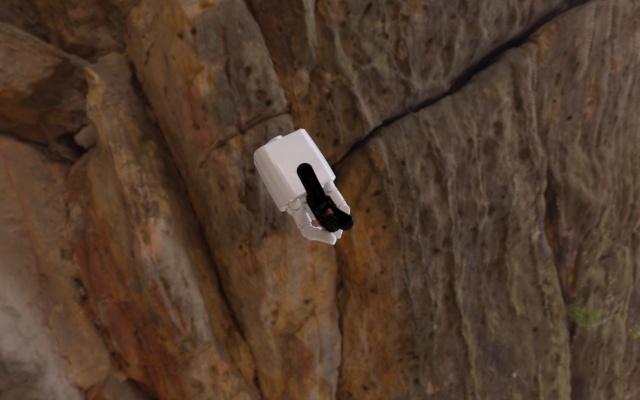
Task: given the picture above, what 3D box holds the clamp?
[{"bbox_3d":[0.001,0.002,0.761,0.039,0.120,0.171,-30,-4,-11],"label":"clamp"}]
